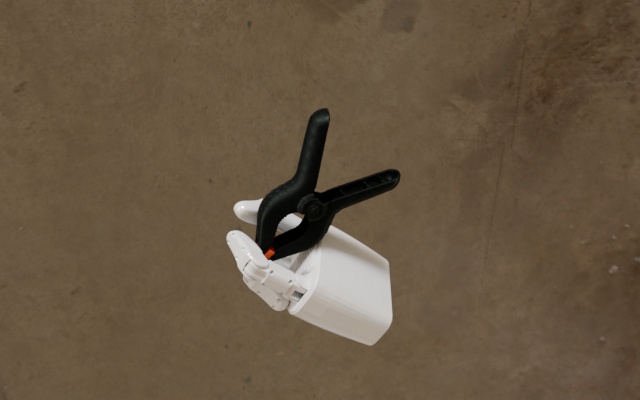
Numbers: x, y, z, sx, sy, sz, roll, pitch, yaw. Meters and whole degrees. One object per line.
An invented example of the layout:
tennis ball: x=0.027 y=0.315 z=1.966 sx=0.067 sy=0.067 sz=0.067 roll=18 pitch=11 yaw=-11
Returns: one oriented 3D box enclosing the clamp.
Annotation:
clamp: x=0.000 y=0.002 z=0.496 sx=0.120 sy=0.171 sz=0.039 roll=29 pitch=20 yaw=-20
